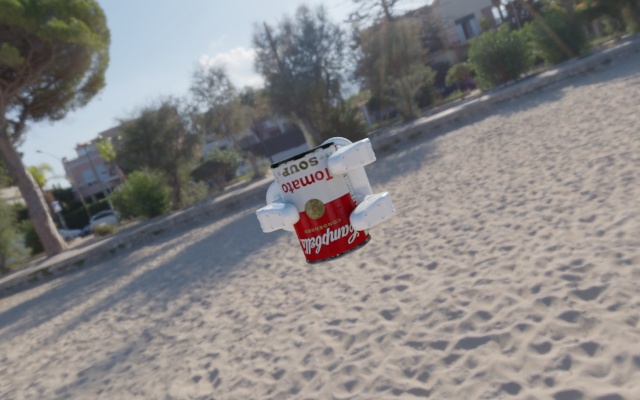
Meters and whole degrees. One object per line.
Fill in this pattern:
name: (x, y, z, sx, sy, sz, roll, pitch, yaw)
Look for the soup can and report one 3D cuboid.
soup can: (0.000, 0.001, 0.461, 0.068, 0.102, 0.068, -21, 7, 2)
